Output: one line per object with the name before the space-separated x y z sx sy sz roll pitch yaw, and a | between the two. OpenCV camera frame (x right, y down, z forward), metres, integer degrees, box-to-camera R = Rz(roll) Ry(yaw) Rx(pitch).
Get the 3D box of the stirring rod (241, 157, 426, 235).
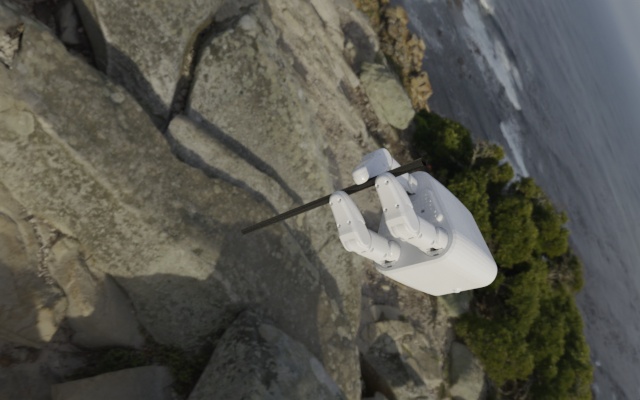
stirring rod | 0.000 0.002 0.487 0.239 0.011 0.011 -21 -13 37
